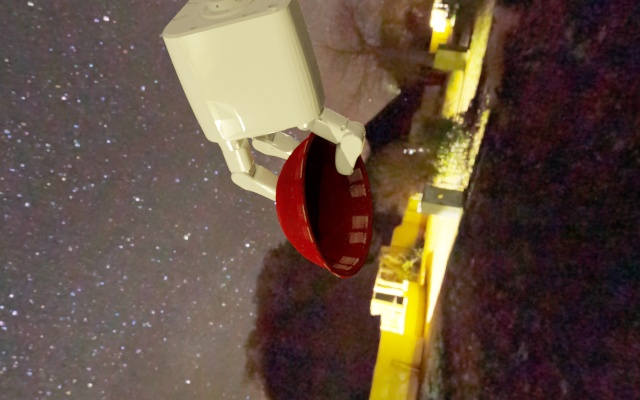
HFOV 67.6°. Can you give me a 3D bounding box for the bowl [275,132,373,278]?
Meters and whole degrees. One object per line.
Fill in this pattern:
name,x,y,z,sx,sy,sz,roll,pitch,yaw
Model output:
bowl,0.000,0.003,0.505,0.055,0.162,0.162,-9,-4,28
